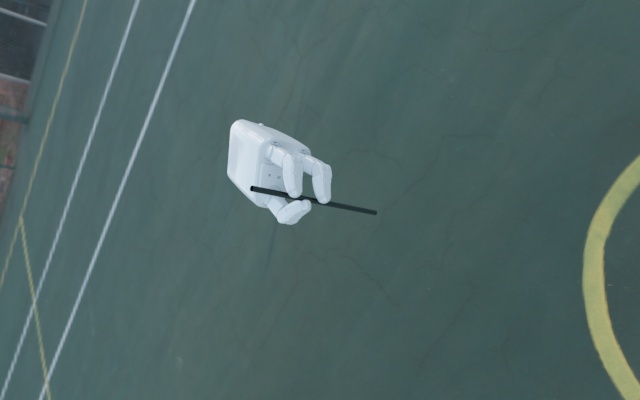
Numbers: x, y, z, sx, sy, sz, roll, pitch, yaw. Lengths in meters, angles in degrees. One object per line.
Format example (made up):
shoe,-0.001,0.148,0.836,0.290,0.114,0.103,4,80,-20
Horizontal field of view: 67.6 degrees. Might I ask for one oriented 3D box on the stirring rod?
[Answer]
stirring rod,0.000,0.002,0.689,0.239,0.011,0.011,11,-8,-42
